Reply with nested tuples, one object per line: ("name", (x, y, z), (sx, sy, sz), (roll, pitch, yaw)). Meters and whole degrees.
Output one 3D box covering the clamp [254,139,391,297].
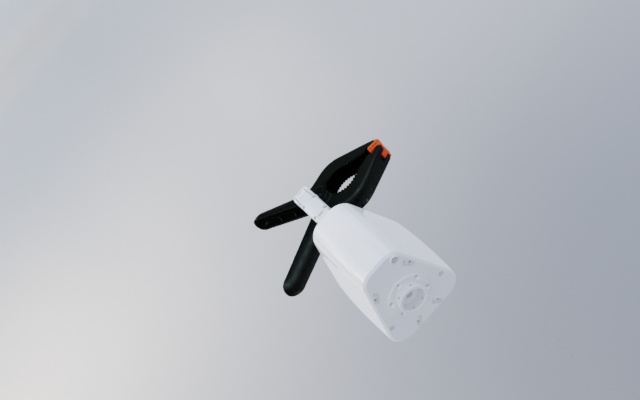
("clamp", (0.000, 0.001, 0.609), (0.036, 0.210, 0.164), (41, 1, -36))
